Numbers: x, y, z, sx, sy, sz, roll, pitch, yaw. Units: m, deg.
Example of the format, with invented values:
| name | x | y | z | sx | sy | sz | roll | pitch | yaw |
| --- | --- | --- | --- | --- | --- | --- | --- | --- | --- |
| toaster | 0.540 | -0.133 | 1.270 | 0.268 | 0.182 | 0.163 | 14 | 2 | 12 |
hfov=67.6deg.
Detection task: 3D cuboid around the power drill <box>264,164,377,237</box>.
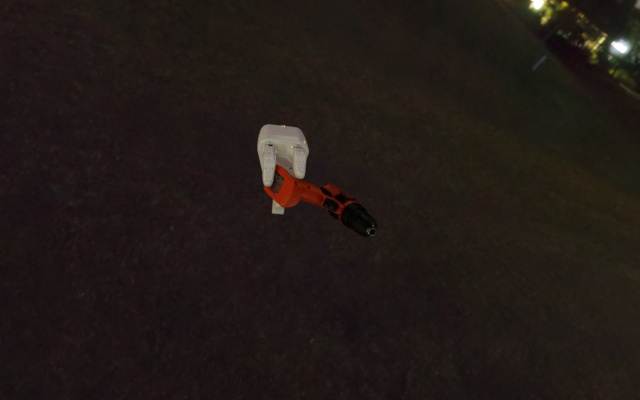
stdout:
| name | x | y | z | sx | sy | sz | roll | pitch | yaw |
| --- | --- | --- | --- | --- | --- | --- | --- | --- | --- |
| power drill | 0.000 | 0.003 | 0.897 | 0.188 | 0.057 | 0.184 | 21 | 10 | -35 |
